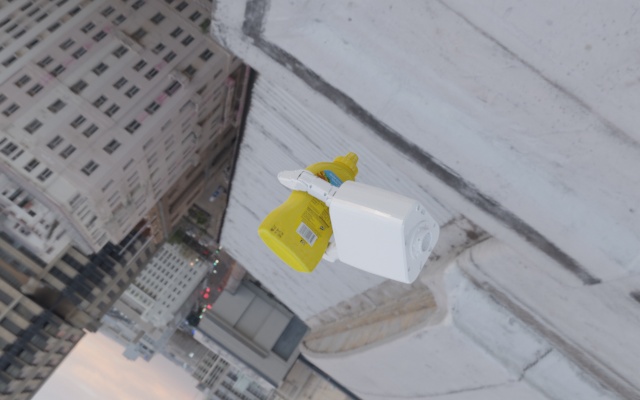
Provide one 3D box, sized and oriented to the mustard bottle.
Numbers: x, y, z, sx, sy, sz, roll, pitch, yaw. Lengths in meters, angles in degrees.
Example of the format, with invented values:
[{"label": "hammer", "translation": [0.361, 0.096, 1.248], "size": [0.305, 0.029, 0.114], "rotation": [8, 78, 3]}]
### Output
[{"label": "mustard bottle", "translation": [0.000, 0.002, 0.686], "size": [0.096, 0.191, 0.058], "rotation": [46, -26, -22]}]
